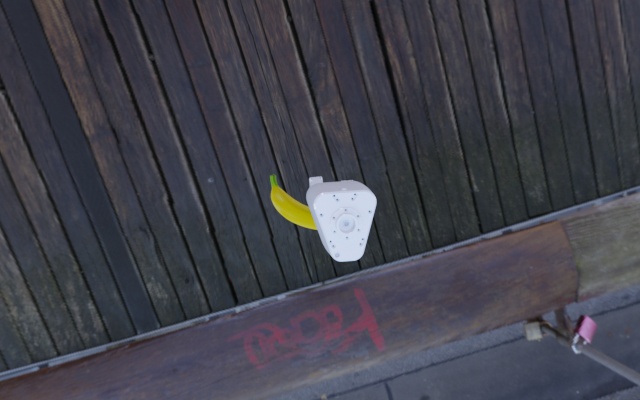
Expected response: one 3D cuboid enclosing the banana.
[{"bbox_3d":[-0.010,0.019,0.871,0.198,0.069,0.037,21,2,-6],"label":"banana"}]
